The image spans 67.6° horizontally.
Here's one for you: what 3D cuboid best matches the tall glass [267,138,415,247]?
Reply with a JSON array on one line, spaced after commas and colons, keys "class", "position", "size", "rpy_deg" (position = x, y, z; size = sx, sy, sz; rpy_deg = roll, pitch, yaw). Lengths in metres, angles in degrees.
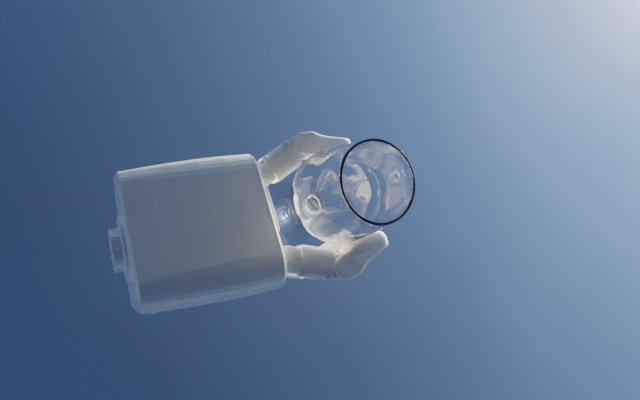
[{"class": "tall glass", "position": [0.000, 0.001, 0.421], "size": [0.079, 0.079, 0.201], "rpy_deg": [0, -9, -25]}]
